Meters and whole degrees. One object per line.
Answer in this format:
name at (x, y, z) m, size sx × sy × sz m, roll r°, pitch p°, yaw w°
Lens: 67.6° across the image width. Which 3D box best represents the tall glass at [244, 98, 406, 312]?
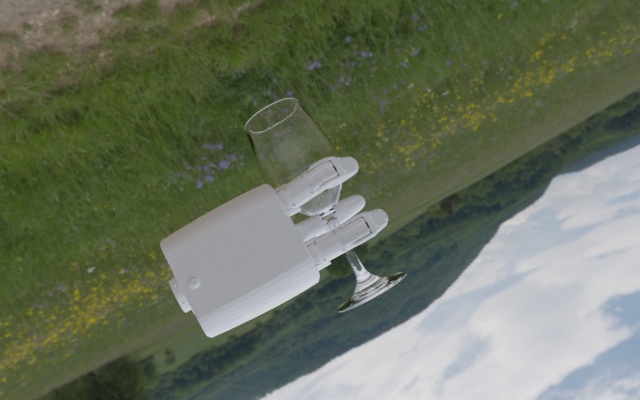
tall glass at (0.001, 0.002, 0.463) m, size 0.079 × 0.201 × 0.079 m, roll -29°, pitch -6°, yaw -3°
